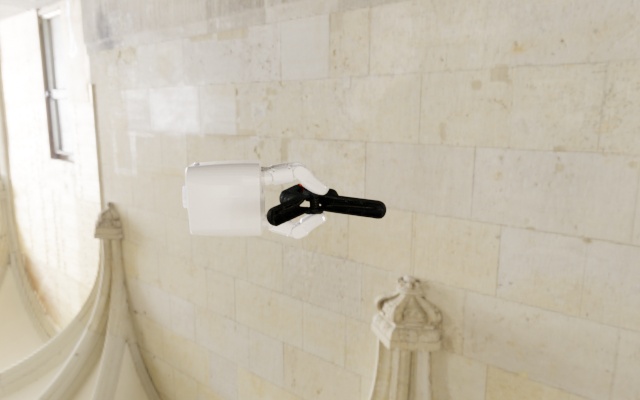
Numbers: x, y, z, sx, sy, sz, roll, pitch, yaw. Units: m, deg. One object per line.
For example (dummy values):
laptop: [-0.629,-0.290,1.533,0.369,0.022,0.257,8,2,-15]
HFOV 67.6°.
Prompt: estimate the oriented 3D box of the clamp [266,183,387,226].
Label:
clamp: [0.000,0.003,0.725,0.164,0.036,0.210,-1,10,-7]
